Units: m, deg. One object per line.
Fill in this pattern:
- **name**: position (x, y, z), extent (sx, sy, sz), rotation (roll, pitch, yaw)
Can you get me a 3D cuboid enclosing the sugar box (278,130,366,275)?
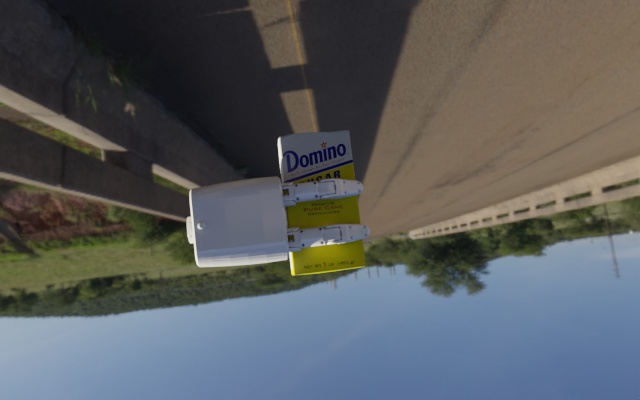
- **sugar box**: position (0.000, 0.002, 0.608), extent (0.093, 0.176, 0.048), rotation (-6, -5, -8)
